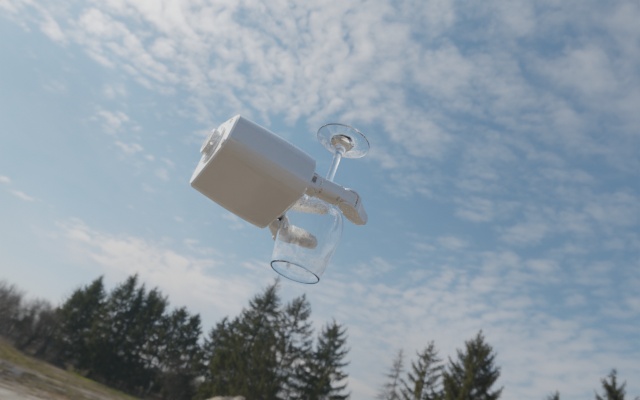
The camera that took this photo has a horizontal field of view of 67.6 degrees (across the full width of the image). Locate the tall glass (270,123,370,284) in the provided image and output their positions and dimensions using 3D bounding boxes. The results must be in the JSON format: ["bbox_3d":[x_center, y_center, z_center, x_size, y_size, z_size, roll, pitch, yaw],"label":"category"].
[{"bbox_3d":[0.000,0.001,0.607,0.079,0.201,0.079,16,-27,8],"label":"tall glass"}]
